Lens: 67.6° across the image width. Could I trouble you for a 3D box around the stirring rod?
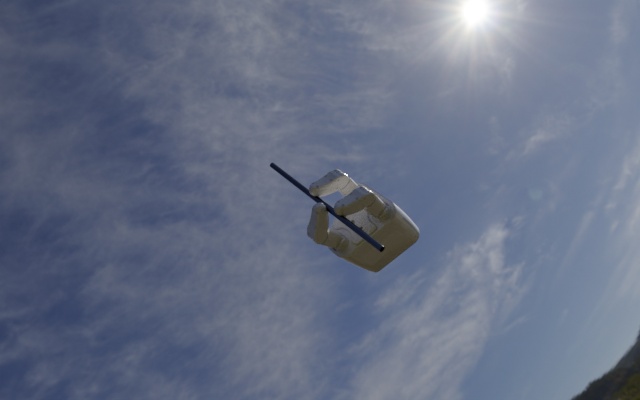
[{"bbox_3d":[0.000,0.002,0.645,0.011,0.011,0.239,0,28,-44],"label":"stirring rod"}]
